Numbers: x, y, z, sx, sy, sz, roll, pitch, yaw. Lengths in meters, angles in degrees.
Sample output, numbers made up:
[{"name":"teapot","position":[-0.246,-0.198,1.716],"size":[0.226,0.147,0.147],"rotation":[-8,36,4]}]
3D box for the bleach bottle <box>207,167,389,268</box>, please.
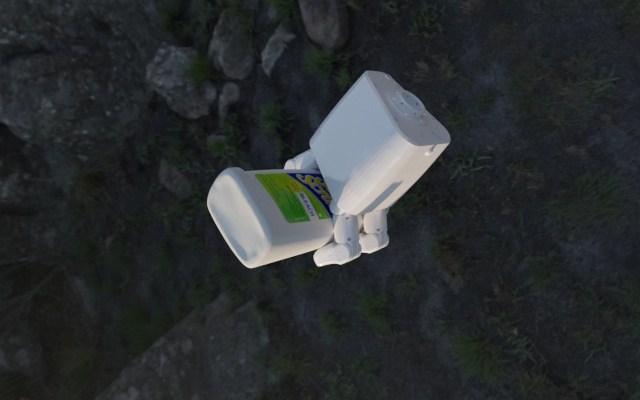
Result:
[{"name":"bleach bottle","position":[0.000,0.002,0.559],"size":[0.251,0.102,0.068],"rotation":[-12,-29,-48]}]
